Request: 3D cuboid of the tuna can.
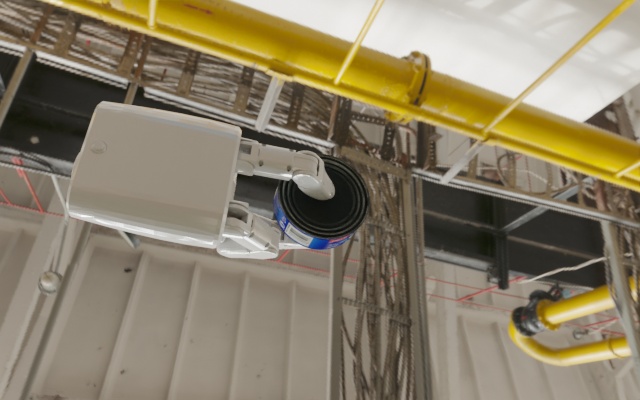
[{"bbox_3d":[0.000,0.002,0.443,0.086,0.086,0.034,0,-26,-16],"label":"tuna can"}]
